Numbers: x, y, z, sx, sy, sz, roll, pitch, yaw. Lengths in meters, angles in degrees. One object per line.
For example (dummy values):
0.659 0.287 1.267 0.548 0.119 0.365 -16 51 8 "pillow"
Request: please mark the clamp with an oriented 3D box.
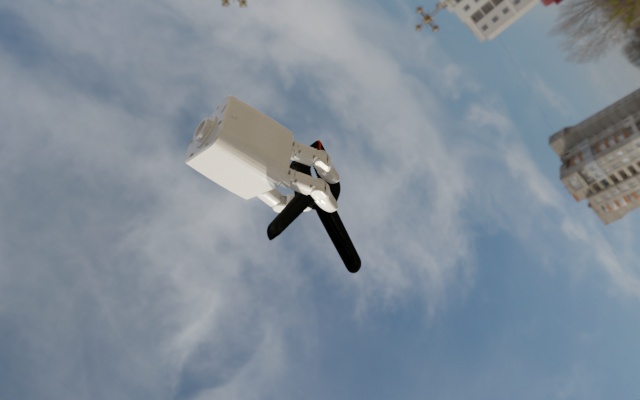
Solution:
-0.001 0.002 0.713 0.165 0.209 0.036 33 -47 -30 "clamp"
